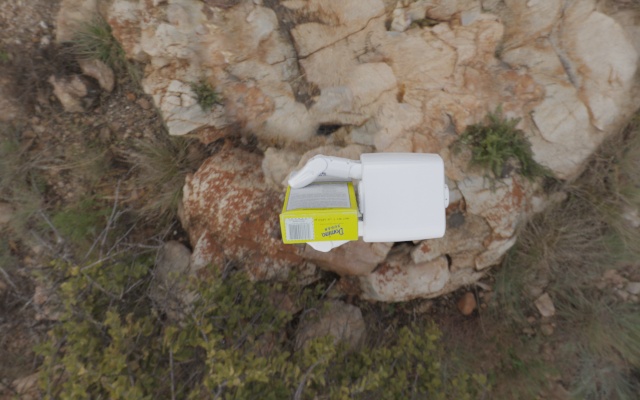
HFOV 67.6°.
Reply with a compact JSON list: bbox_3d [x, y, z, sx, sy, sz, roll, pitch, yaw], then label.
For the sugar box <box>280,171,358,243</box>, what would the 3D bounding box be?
[{"bbox_3d":[0.000,0.003,0.645,0.093,0.048,0.176,-2,17,2],"label":"sugar box"}]
